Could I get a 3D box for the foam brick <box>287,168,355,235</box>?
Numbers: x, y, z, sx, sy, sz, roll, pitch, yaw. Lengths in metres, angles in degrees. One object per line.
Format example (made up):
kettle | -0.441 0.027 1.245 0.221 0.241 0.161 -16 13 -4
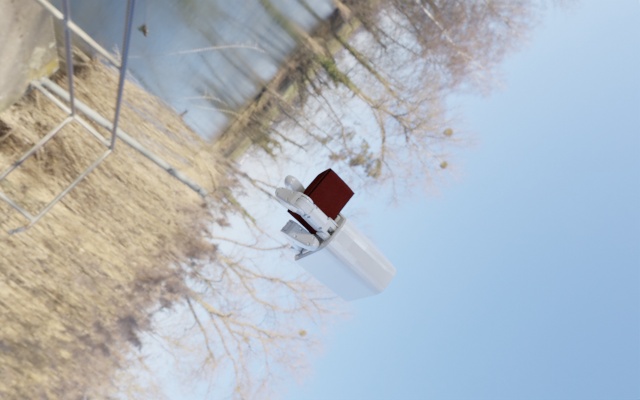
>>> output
foam brick | 0.000 0.002 0.675 0.051 0.078 0.053 43 -16 -10
